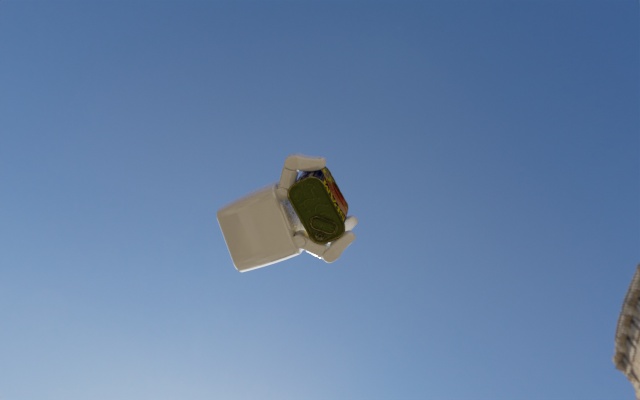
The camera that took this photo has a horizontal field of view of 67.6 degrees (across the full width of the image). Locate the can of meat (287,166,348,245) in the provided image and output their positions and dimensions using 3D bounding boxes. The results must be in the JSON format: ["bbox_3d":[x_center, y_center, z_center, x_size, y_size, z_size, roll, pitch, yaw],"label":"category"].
[{"bbox_3d":[0.000,0.002,0.721,0.057,0.102,0.084,-24,14,16],"label":"can of meat"}]
